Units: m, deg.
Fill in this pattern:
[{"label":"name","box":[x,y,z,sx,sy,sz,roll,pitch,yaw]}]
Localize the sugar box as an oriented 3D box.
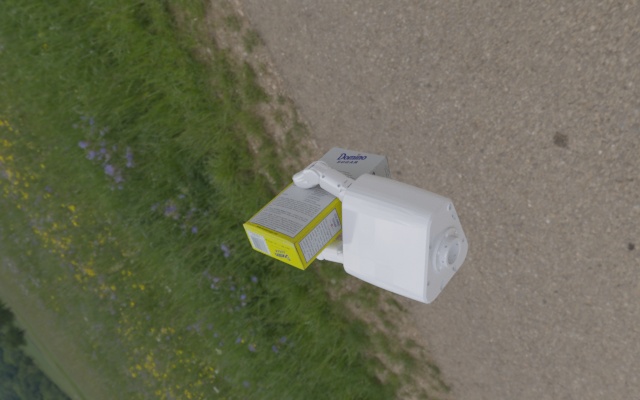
[{"label":"sugar box","box":[0.000,0.002,0.585,0.093,0.048,0.176,17,45,42]}]
